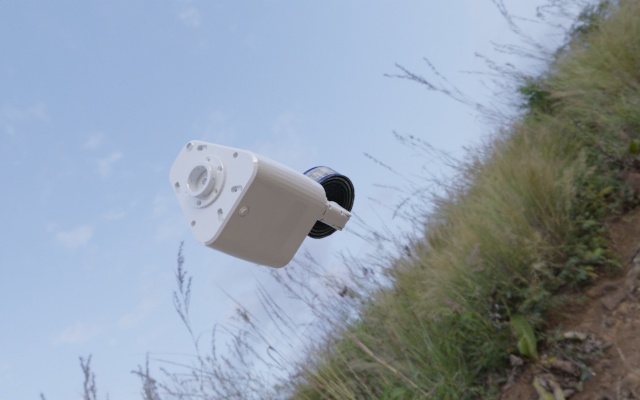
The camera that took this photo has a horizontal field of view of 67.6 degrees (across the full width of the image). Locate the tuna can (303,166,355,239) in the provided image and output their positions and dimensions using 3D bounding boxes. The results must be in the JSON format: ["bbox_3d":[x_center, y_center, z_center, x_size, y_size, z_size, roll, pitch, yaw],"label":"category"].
[{"bbox_3d":[0.000,0.002,0.584,0.086,0.086,0.033,0,24,-45],"label":"tuna can"}]
